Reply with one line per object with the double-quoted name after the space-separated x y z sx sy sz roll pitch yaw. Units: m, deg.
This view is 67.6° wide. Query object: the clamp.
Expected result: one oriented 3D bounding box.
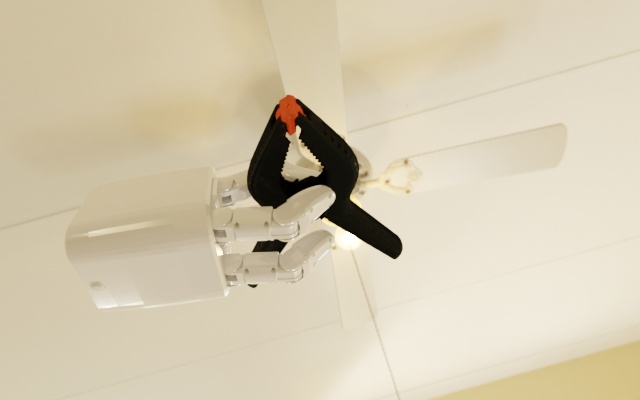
0.000 0.000 0.427 0.164 0.210 0.036 -7 45 -6 "clamp"
